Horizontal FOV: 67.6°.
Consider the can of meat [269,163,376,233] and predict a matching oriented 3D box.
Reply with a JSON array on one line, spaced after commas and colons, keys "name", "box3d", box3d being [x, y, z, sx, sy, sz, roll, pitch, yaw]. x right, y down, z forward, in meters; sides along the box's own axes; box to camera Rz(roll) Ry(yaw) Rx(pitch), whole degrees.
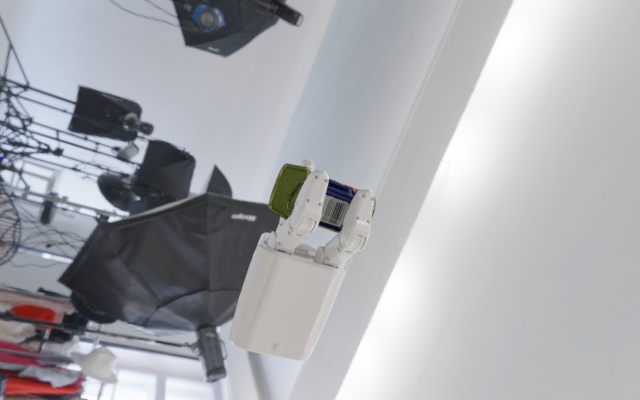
[{"name": "can of meat", "box3d": [0.000, 0.002, 0.522, 0.084, 0.057, 0.102, 20, 0, -22]}]
